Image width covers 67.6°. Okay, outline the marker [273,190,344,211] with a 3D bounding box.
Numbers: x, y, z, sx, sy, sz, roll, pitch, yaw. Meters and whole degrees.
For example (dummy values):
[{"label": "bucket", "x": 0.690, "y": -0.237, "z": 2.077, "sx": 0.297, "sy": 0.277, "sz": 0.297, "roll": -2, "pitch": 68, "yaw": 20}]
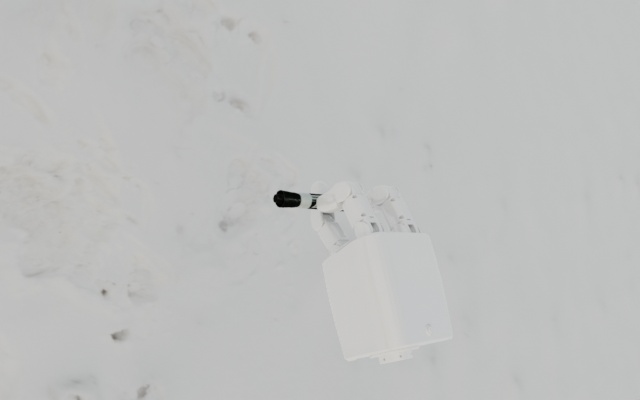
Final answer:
[{"label": "marker", "x": 0.000, "y": 0.002, "z": 0.533, "sx": 0.121, "sy": 0.020, "sz": 0.020, "roll": 4, "pitch": -3, "yaw": -38}]
